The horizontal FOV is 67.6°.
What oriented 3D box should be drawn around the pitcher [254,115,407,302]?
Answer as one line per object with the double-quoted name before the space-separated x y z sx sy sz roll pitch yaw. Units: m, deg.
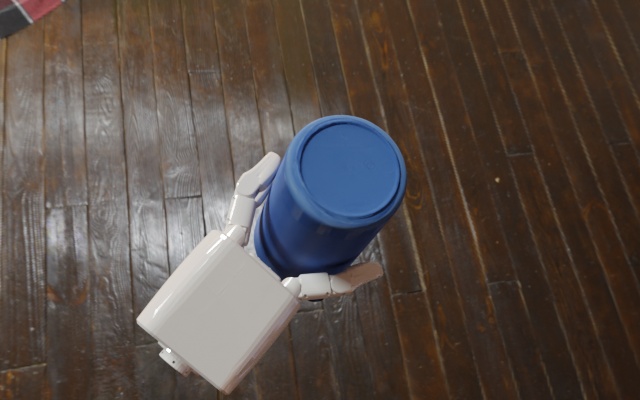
"pitcher" 0.000 0.002 0.511 0.149 0.145 0.243 40 -22 4
